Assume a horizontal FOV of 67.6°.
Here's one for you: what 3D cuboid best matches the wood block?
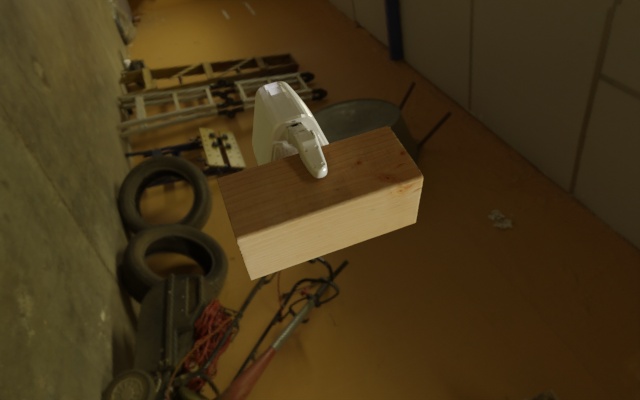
[{"bbox_3d":[0.000,0.001,0.546,0.206,0.090,0.091,-19,-37,-9],"label":"wood block"}]
